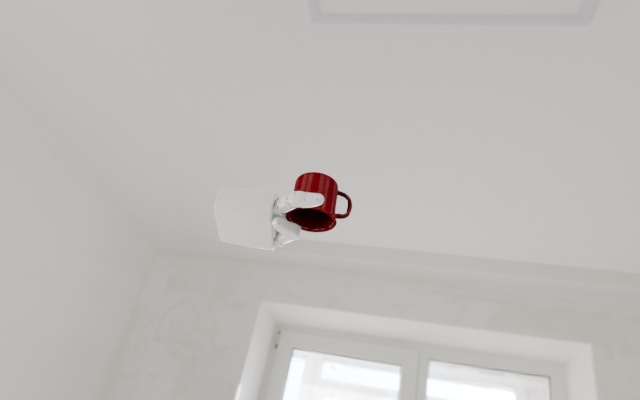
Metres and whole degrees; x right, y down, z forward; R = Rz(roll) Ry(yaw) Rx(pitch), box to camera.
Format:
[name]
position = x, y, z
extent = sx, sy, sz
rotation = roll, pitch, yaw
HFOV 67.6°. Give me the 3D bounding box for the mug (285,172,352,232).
[mug]
position = 0.002, 0.003, 0.877
extent = 0.117, 0.081, 0.093
rotation = 6, -31, 5
